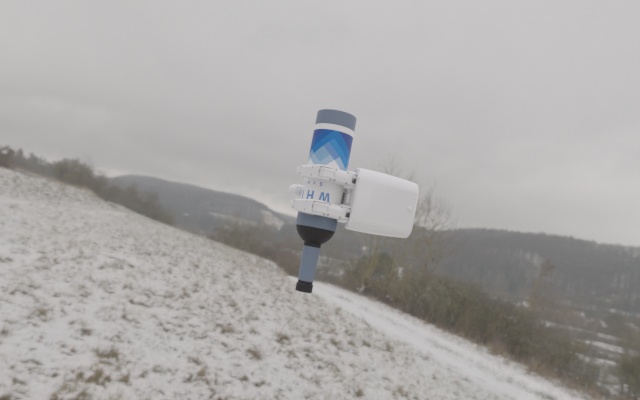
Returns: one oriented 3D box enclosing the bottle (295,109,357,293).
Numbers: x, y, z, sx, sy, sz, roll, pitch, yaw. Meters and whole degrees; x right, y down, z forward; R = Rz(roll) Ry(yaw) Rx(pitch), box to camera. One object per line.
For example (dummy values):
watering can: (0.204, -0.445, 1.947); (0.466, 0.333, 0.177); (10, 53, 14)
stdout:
bottle: (0.000, 0.002, 0.781); (0.069, 0.295, 0.069); (11, -5, 1)
